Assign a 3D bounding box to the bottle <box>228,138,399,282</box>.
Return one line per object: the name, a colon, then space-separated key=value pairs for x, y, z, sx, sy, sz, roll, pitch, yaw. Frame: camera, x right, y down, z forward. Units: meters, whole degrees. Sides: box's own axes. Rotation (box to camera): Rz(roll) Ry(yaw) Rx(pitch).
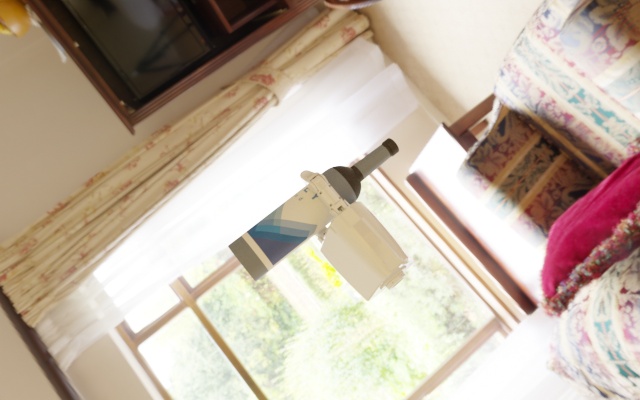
bottle: x=0.000 y=0.002 z=0.715 sx=0.295 sy=0.069 sz=0.069 roll=-38 pitch=9 yaw=-11
